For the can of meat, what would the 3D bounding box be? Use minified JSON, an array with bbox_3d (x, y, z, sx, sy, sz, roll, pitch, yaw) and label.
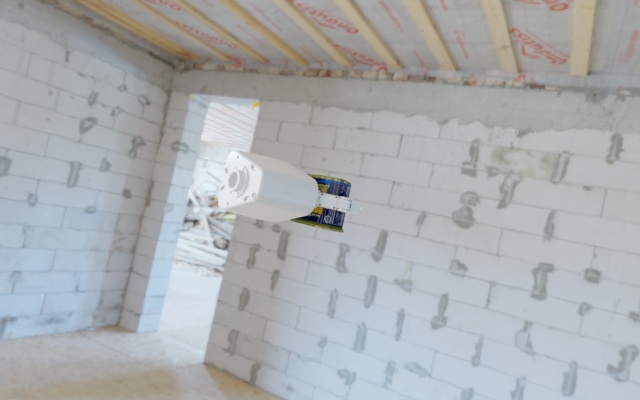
[{"bbox_3d":[0.000,0.002,0.791,0.057,0.084,0.102,13,-2,-40],"label":"can of meat"}]
